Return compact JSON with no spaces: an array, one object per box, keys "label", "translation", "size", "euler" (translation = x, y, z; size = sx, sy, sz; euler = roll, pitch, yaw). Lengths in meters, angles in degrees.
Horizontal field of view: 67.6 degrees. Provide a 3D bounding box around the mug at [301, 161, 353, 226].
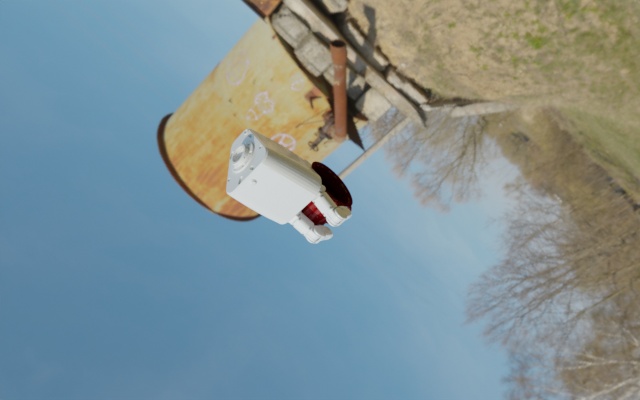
[{"label":"mug","translation":[0.001,0.003,0.786],"size":[0.081,0.093,0.117],"euler":[-41,-51,22]}]
